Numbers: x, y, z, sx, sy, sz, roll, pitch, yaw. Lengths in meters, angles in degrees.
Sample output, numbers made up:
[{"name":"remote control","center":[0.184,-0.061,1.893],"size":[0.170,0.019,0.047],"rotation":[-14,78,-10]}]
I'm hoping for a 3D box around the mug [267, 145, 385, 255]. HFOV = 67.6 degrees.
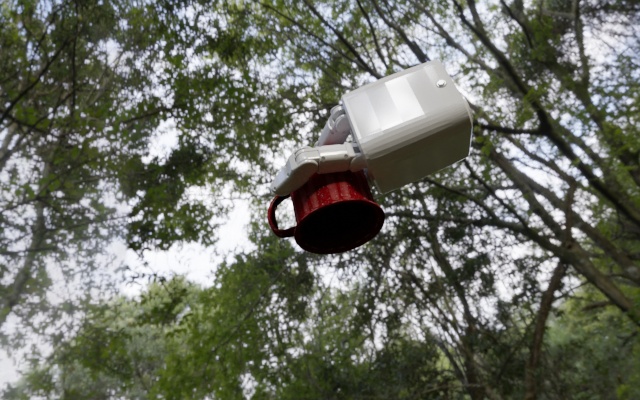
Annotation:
[{"name":"mug","center":[-0.001,0.002,0.499],"size":[0.117,0.081,0.093],"rotation":[-21,-37,7]}]
